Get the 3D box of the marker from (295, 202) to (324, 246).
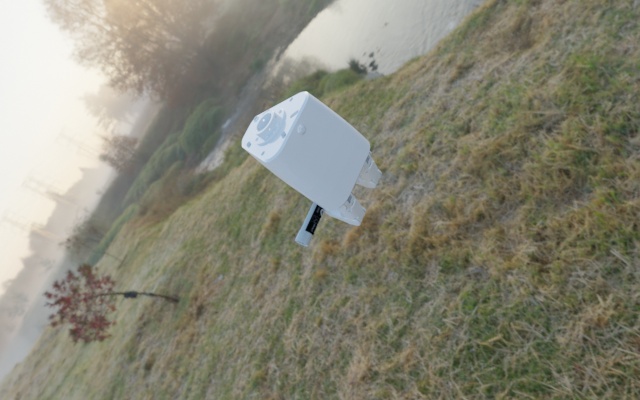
[{"bbox_3d":[0.000,0.002,0.624,0.020,0.121,0.020,23,-16,7],"label":"marker"}]
